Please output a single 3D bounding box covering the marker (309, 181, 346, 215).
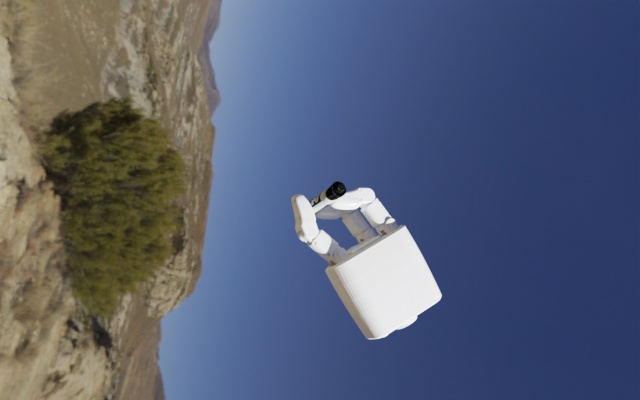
[{"bbox_3d":[0.000,0.002,0.599,0.020,0.020,0.121,0,-16,-24],"label":"marker"}]
